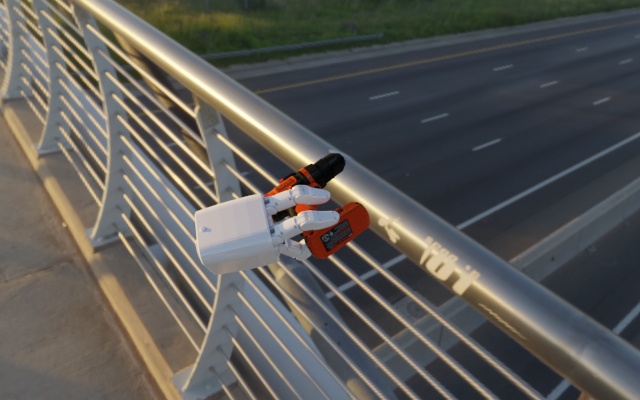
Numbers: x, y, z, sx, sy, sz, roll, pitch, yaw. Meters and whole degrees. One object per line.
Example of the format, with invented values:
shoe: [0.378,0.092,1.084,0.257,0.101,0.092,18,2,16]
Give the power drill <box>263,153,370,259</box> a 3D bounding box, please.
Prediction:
power drill: [0.000,0.003,0.792,0.184,0.057,0.187,-36,37,-10]
